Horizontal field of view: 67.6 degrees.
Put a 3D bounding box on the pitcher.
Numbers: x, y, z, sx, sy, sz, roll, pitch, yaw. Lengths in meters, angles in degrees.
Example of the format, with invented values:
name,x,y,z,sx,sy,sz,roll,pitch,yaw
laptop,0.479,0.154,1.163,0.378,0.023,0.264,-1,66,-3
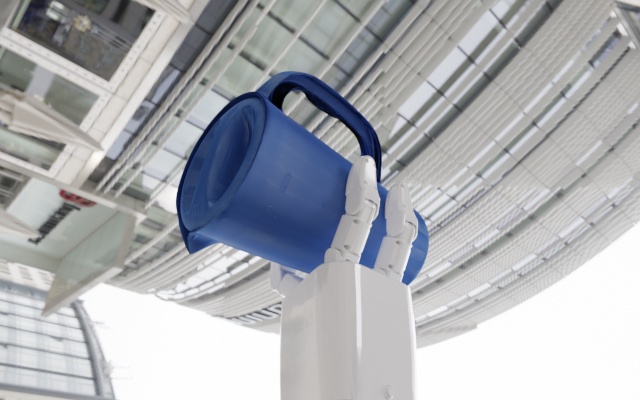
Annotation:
name,x,y,z,sx,sy,sz,roll,pitch,yaw
pitcher,0.000,0.002,0.467,0.243,0.145,0.149,28,-44,-35
